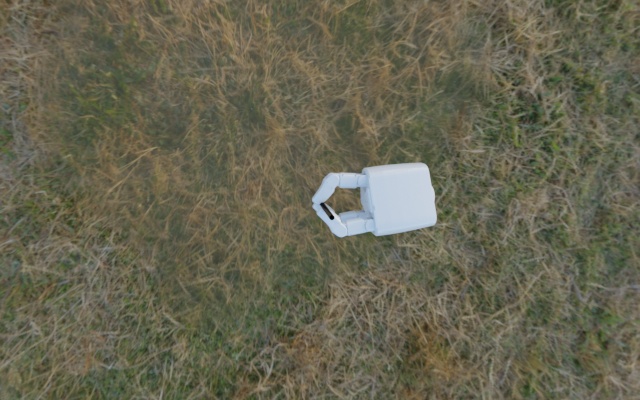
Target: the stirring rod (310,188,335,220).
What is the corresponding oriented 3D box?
[{"bbox_3d":[0.000,0.003,0.816,0.011,0.011,0.239,0,11,-8],"label":"stirring rod"}]
